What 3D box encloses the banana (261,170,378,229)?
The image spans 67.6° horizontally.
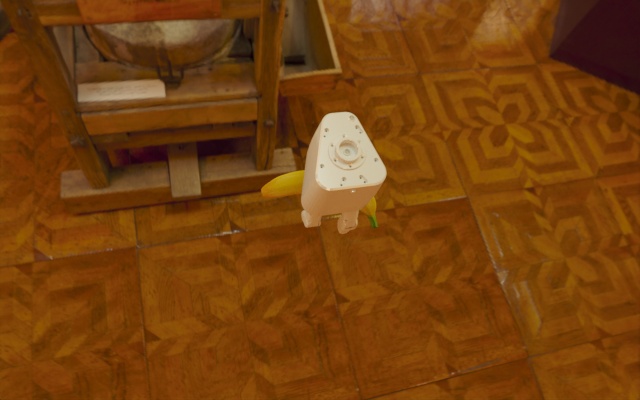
[{"bbox_3d":[0.008,-0.014,0.761,0.198,0.069,0.037,16,-12,-6],"label":"banana"}]
